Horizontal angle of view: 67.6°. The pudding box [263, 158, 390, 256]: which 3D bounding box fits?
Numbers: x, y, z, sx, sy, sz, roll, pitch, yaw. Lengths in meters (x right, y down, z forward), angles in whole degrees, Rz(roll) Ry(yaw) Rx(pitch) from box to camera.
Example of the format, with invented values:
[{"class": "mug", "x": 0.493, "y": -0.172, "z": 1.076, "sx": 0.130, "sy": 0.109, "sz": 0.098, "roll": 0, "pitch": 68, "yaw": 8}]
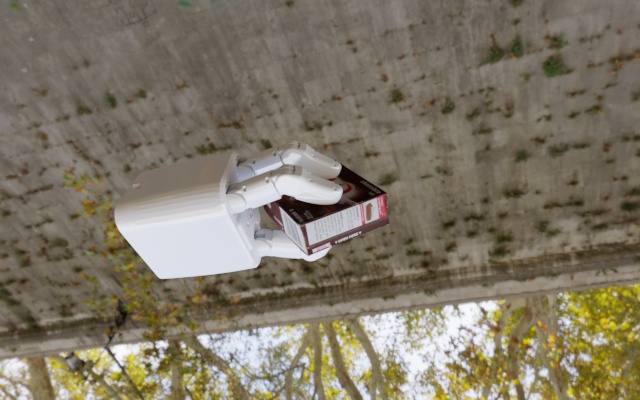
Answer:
[{"class": "pudding box", "x": 0.000, "y": 0.002, "z": 0.468, "sx": 0.090, "sy": 0.039, "sz": 0.113, "roll": -21, "pitch": 32, "yaw": -19}]
